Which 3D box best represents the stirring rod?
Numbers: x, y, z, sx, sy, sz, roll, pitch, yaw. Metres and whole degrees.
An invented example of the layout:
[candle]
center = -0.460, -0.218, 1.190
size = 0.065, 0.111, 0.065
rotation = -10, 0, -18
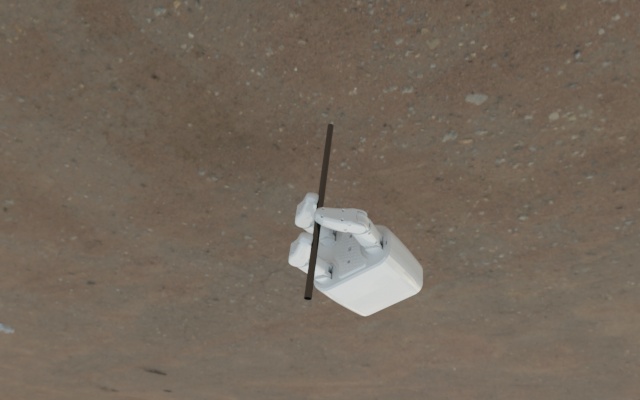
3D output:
[stirring rod]
center = 0.000, 0.002, 0.559
size = 0.011, 0.239, 0.011
rotation = 5, -33, 3
